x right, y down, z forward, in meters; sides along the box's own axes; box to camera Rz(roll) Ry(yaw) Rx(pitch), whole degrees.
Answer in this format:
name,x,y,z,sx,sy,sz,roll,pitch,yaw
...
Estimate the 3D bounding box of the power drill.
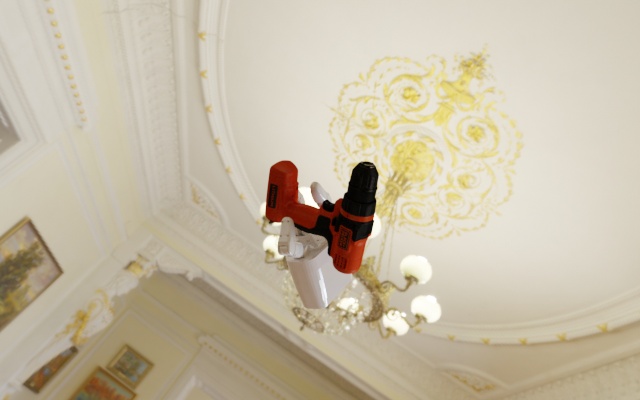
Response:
name,x,y,z,sx,sy,sz,roll,pitch,yaw
power drill,0.000,0.002,0.745,0.187,0.184,0.057,27,29,32
